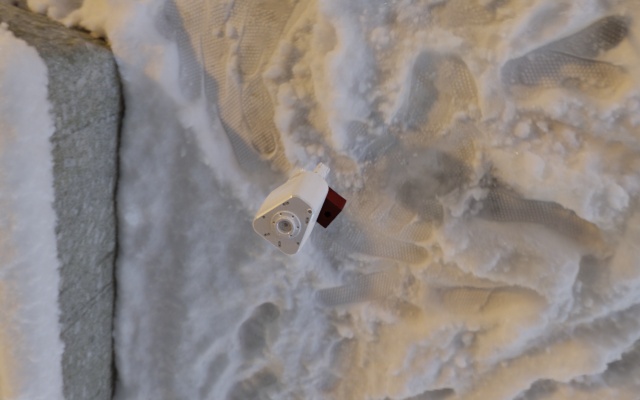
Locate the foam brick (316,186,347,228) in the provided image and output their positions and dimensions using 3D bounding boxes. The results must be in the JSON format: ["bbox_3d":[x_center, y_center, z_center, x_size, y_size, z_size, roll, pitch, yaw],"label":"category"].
[{"bbox_3d":[0.000,0.003,0.889,0.078,0.053,0.051,38,25,-6],"label":"foam brick"}]
